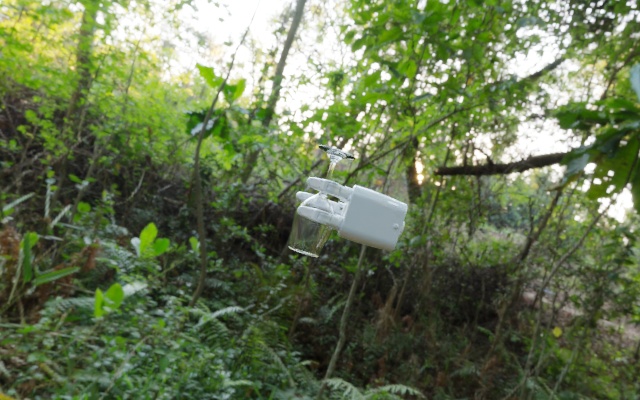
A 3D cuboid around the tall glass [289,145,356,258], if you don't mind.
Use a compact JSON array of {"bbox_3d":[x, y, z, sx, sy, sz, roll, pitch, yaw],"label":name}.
[{"bbox_3d":[0.000,0.002,0.899,0.079,0.201,0.079,19,-2,1],"label":"tall glass"}]
